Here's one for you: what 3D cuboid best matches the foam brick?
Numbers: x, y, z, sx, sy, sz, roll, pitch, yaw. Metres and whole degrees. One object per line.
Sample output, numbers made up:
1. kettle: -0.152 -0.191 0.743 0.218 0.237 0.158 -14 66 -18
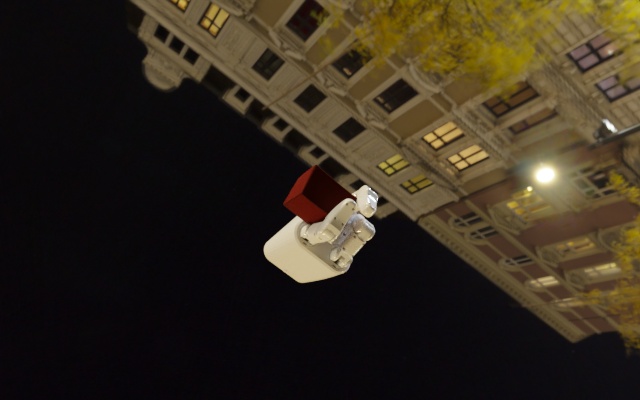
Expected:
1. foam brick: 0.000 0.002 0.638 0.078 0.053 0.051 39 -34 -16
